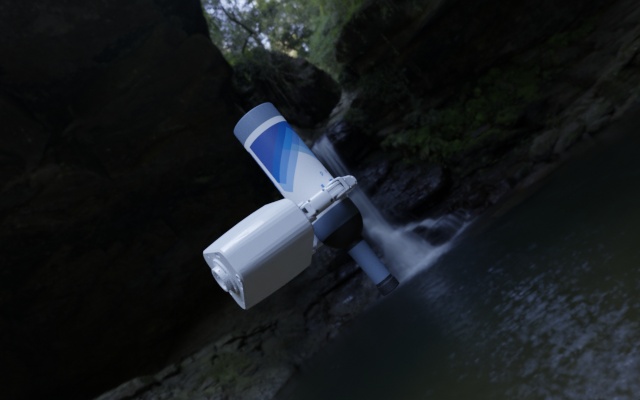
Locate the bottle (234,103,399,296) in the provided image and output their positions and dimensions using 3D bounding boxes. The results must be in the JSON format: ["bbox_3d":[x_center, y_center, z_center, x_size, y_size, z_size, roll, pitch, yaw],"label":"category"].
[{"bbox_3d":[0.000,0.002,0.635,0.069,0.295,0.069,-38,-7,-6],"label":"bottle"}]
